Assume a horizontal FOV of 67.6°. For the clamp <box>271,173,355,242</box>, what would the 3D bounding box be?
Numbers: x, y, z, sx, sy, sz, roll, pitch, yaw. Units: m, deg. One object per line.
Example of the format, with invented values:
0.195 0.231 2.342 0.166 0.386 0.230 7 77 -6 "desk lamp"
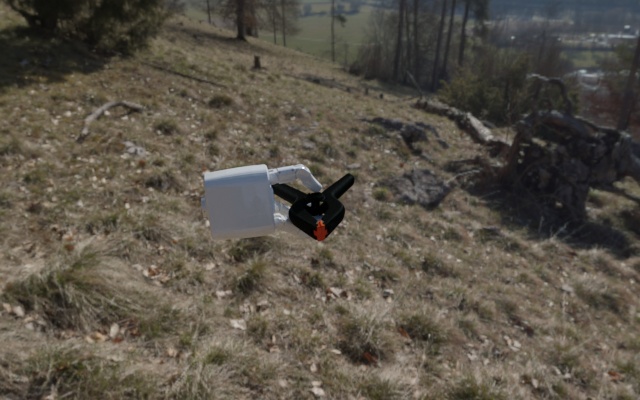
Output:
0.000 0.002 0.829 0.164 0.036 0.210 -8 28 -10 "clamp"
